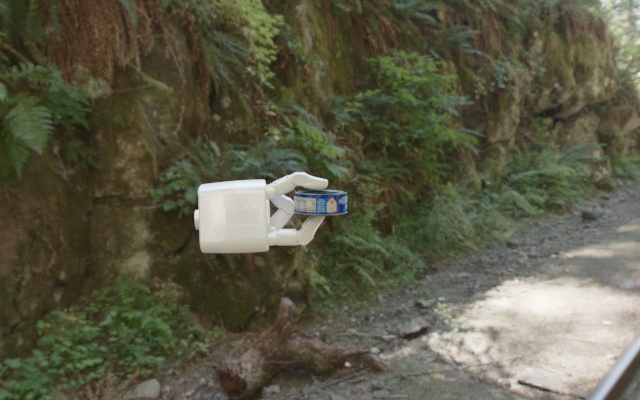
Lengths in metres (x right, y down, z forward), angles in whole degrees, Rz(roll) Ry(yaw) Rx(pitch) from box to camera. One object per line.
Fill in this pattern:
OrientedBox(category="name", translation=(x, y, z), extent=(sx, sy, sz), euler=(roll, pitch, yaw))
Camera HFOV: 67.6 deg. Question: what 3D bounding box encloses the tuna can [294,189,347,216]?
OrientedBox(category="tuna can", translation=(0.000, 0.002, 0.758), extent=(0.086, 0.034, 0.086), euler=(1, 7, 0))
